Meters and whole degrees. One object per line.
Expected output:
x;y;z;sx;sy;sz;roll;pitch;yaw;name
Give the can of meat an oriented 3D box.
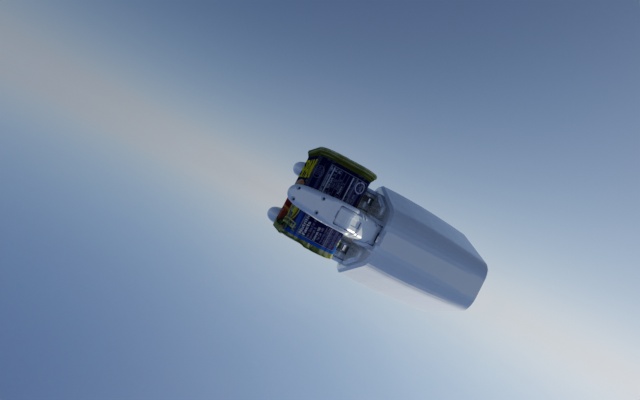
0.000;0.002;0.446;0.057;0.084;0.102;28;-2;-11;can of meat
